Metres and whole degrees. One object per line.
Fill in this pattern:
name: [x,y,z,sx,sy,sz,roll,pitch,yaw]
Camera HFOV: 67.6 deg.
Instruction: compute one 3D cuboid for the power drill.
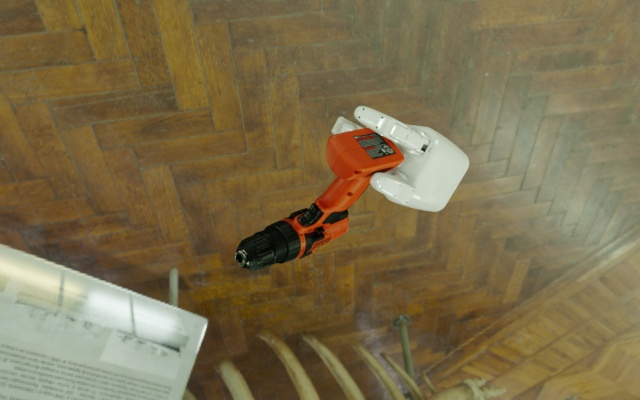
power drill: [0.001,0.002,0.561,0.184,0.057,0.188,-21,-23,-48]
